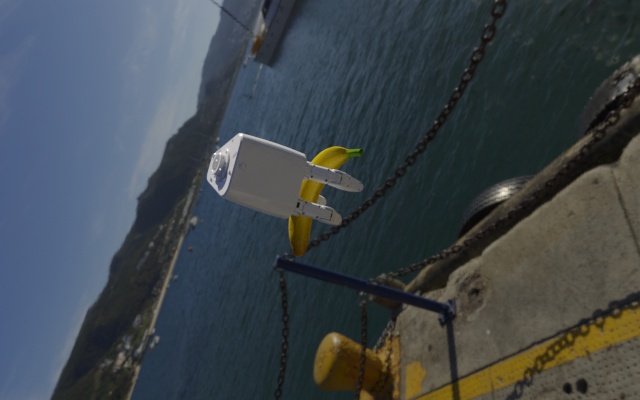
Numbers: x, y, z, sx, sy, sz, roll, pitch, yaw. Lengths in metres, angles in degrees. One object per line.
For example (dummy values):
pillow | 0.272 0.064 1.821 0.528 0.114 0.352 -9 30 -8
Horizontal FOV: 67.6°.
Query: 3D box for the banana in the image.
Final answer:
banana | -0.010 -0.009 0.757 0.037 0.198 0.069 17 16 -48
